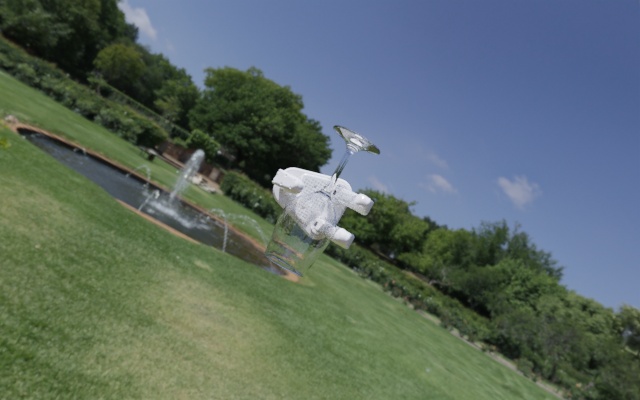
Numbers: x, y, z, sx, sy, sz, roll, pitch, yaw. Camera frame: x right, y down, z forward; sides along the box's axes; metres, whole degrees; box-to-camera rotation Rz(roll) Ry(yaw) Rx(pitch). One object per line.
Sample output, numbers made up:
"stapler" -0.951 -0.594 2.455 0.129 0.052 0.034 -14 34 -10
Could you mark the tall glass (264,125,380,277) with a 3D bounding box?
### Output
"tall glass" 0.000 0.002 0.652 0.079 0.201 0.079 30 -3 2
